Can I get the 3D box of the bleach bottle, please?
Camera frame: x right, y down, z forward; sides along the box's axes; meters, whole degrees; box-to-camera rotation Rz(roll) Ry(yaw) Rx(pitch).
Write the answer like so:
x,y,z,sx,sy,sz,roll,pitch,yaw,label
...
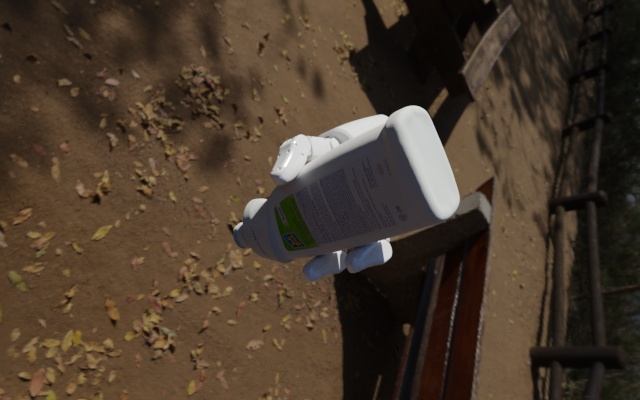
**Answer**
x,y,z,sx,sy,sz,roll,pitch,yaw,label
0.000,0.002,0.468,0.251,0.102,0.068,-19,6,39,bleach bottle
